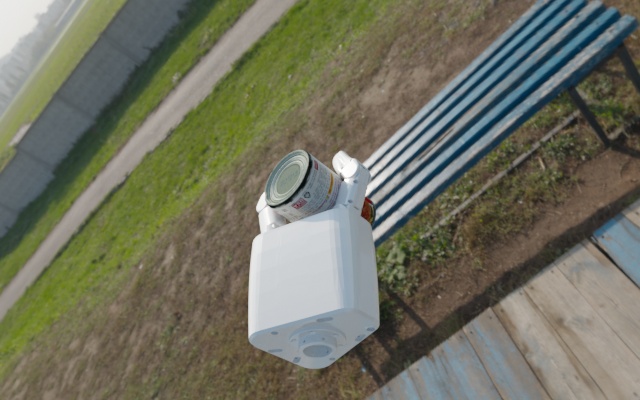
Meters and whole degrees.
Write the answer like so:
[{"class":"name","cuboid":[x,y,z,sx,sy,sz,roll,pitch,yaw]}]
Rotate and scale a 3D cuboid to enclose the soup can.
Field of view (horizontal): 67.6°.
[{"class":"soup can","cuboid":[0.000,0.001,0.500,0.102,0.068,0.068,35,-21,-33]}]
